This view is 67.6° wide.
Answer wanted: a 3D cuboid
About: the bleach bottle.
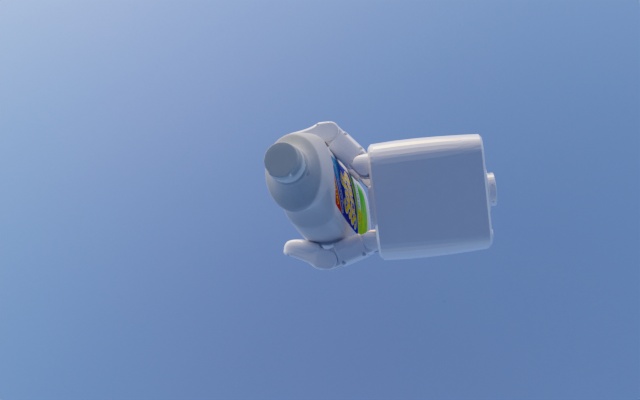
[{"bbox_3d":[0.000,0.002,0.487,0.068,0.102,0.251,-6,-13,13],"label":"bleach bottle"}]
